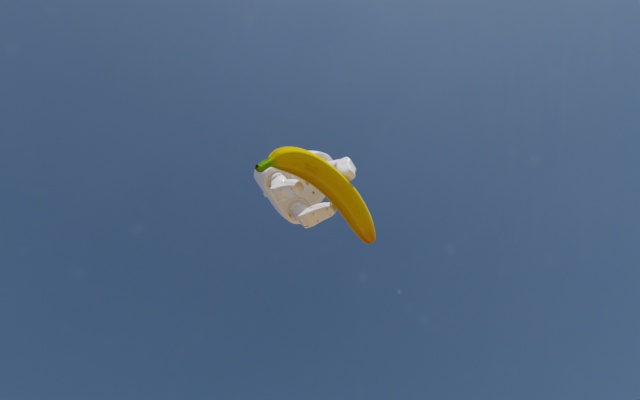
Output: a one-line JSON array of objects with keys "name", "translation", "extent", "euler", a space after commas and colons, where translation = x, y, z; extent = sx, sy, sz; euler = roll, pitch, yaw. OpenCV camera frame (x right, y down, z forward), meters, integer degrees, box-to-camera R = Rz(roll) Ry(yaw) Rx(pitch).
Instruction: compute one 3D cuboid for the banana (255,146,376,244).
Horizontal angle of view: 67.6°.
[{"name": "banana", "translation": [0.004, -0.016, 0.625], "extent": [0.198, 0.069, 0.037], "euler": [33, -23, -24]}]
